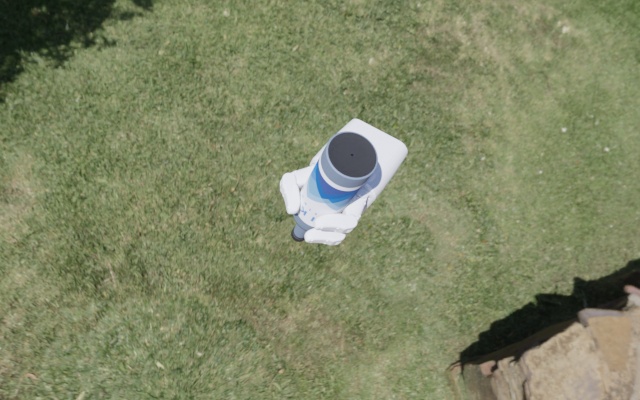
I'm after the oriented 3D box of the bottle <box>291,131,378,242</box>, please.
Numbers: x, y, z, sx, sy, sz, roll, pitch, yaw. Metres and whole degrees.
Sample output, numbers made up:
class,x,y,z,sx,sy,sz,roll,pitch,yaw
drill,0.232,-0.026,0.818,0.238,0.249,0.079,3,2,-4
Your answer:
class,x,y,z,sx,sy,sz,roll,pitch,yaw
bottle,0.000,0.002,0.704,0.069,0.069,0.296,0,-23,-16
